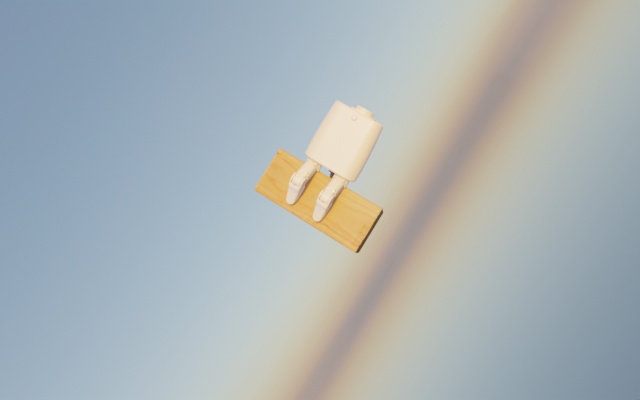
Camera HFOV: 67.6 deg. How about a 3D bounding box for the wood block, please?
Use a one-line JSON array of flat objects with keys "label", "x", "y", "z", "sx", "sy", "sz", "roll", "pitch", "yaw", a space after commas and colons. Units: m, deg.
[{"label": "wood block", "x": 0.000, "y": 0.002, "z": 0.850, "sx": 0.206, "sy": 0.090, "sz": 0.091, "roll": 31, "pitch": 0, "yaw": 11}]
